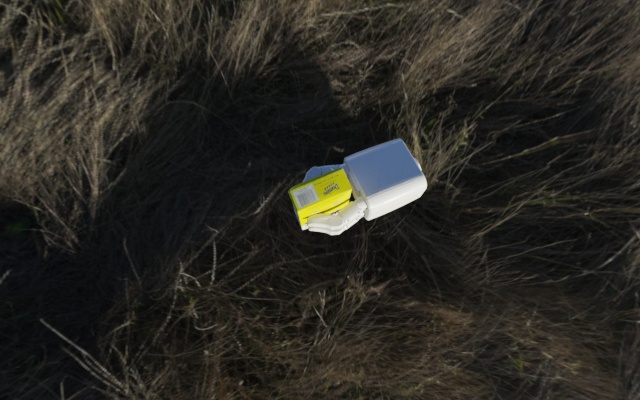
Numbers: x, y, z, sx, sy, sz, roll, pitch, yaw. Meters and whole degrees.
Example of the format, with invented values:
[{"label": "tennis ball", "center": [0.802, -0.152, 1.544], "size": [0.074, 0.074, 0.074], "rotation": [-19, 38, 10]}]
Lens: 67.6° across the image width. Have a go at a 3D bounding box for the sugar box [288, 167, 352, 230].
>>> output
[{"label": "sugar box", "center": [0.000, 0.003, 0.809], "size": [0.093, 0.048, 0.176], "rotation": [-22, -14, -4]}]
